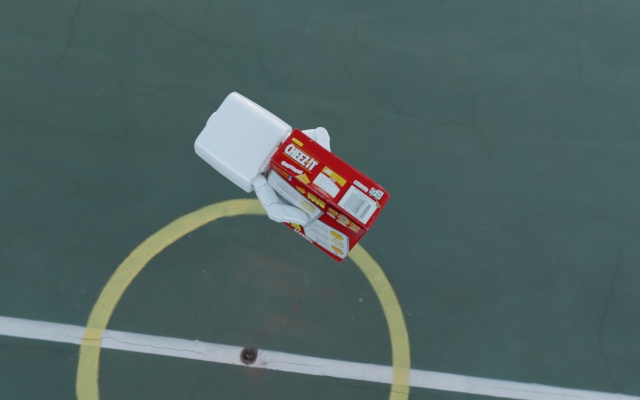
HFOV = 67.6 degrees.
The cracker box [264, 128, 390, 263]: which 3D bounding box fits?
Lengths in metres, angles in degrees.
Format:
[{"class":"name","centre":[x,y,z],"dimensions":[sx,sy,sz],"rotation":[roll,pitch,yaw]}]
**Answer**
[{"class":"cracker box","centre":[0.000,0.002,0.736],"dimensions":[0.164,0.072,0.214],"rotation":[35,-20,5]}]
